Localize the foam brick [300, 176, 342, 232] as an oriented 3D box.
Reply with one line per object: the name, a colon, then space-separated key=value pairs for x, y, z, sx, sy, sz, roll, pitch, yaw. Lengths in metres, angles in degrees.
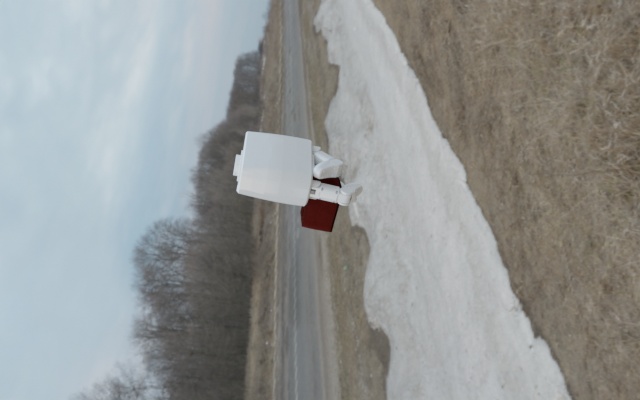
foam brick: x=0.000 y=0.003 z=0.772 sx=0.051 sy=0.078 sz=0.053 roll=9 pitch=27 yaw=-11
